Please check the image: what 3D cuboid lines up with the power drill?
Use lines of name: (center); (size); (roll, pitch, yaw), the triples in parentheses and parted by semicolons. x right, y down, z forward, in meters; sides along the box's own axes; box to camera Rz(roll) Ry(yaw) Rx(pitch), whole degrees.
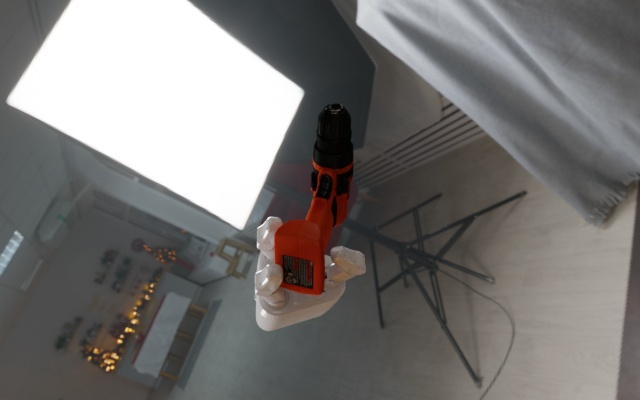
power drill: (0.000, 0.002, 0.569); (0.057, 0.185, 0.187); (10, 43, 12)
